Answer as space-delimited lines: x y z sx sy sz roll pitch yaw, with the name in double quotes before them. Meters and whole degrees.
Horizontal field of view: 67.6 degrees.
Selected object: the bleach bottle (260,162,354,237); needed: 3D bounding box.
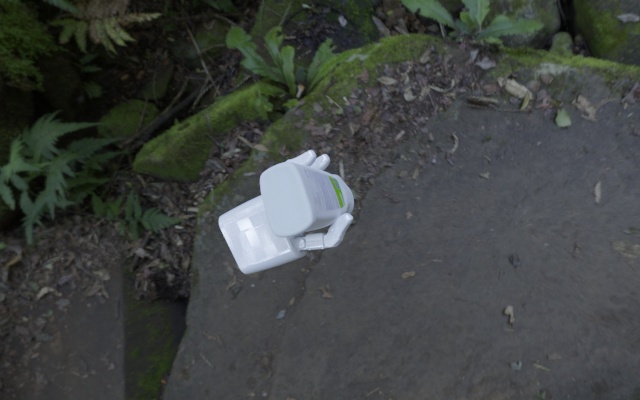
"bleach bottle" 0.000 0.002 0.744 0.068 0.102 0.251 -20 -10 21
